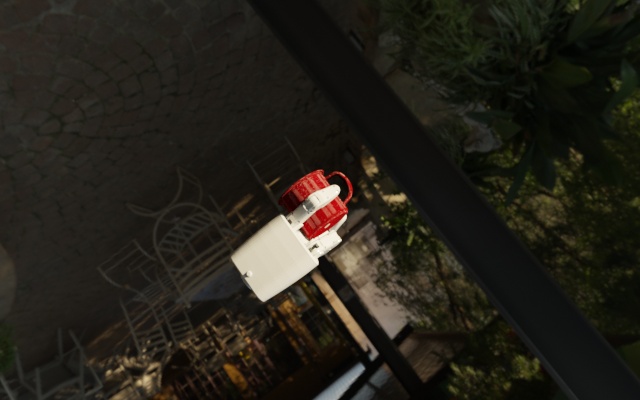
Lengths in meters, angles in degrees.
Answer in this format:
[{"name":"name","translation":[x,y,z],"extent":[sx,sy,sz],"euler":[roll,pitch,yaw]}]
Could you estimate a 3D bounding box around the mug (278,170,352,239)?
[{"name":"mug","translation":[0.001,0.002,0.786],"extent":[0.117,0.081,0.093],"euler":[-37,-11,1]}]
